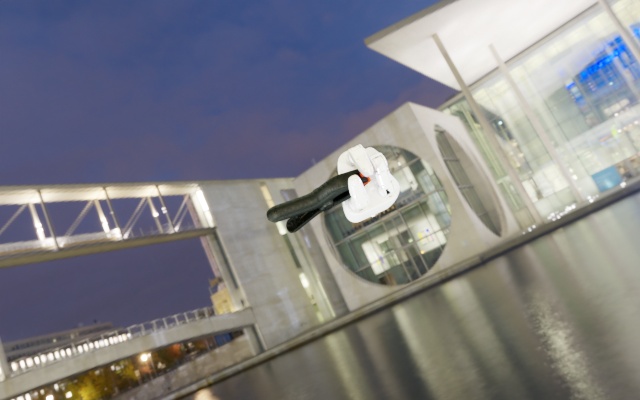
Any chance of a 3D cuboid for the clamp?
[{"bbox_3d":[0.000,0.002,0.773,0.171,0.039,0.120,-24,-12,-3],"label":"clamp"}]
